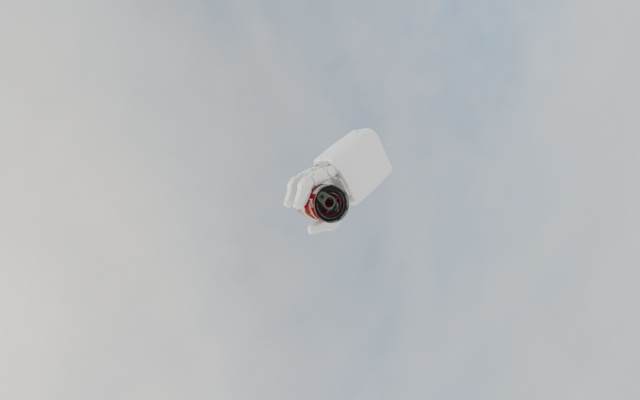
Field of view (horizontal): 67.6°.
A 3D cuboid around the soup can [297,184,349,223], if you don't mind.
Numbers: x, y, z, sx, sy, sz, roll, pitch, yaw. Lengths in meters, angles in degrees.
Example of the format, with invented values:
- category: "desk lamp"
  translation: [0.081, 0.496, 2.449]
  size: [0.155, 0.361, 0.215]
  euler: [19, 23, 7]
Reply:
- category: "soup can"
  translation: [0.000, 0.003, 0.878]
  size: [0.068, 0.068, 0.102]
  euler: [0, 3, -23]
